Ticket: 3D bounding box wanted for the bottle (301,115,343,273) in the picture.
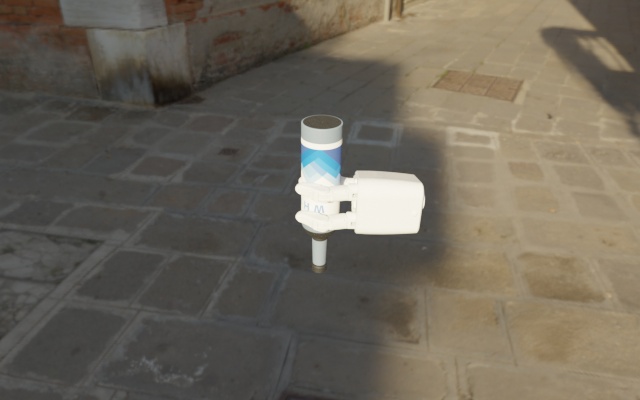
[{"bbox_3d":[0.000,0.002,0.830,0.069,0.296,0.069,1,30,-1],"label":"bottle"}]
